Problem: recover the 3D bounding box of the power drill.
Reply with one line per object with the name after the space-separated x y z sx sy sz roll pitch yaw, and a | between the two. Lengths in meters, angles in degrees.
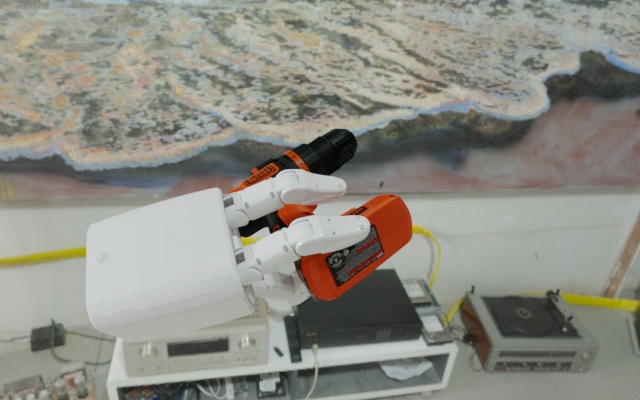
0.000 0.002 0.462 0.184 0.057 0.187 -36 34 -15 | power drill
